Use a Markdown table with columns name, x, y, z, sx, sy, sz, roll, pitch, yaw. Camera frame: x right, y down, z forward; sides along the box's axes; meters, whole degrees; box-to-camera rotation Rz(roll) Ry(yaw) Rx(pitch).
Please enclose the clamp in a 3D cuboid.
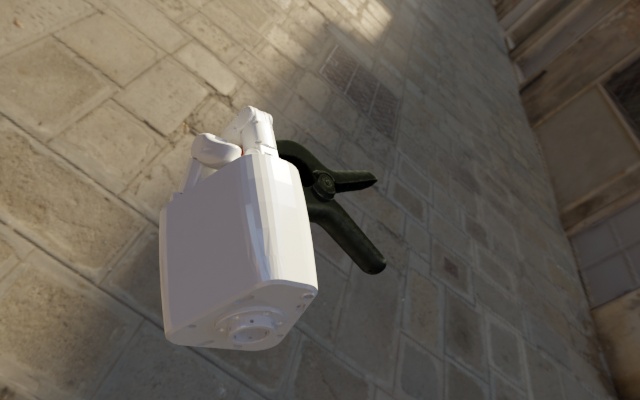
| name | x | y | z | sx | sy | sz | roll | pitch | yaw |
| --- | --- | --- | --- | --- | --- | --- | --- | --- | --- |
| clamp | 0.000 | 0.001 | 0.440 | 0.171 | 0.120 | 0.039 | 18 | -46 | -36 |
